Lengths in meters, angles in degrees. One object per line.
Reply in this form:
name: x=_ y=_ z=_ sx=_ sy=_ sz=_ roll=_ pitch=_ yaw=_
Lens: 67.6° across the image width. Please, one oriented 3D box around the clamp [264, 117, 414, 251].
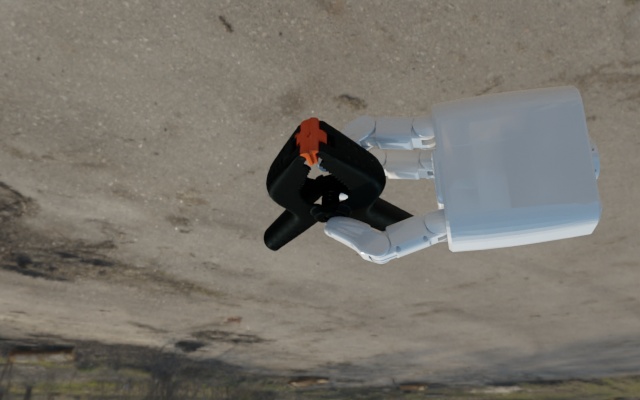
clamp: x=0.000 y=0.002 z=0.412 sx=0.164 sy=0.036 sz=0.210 roll=-8 pitch=-26 yaw=14
